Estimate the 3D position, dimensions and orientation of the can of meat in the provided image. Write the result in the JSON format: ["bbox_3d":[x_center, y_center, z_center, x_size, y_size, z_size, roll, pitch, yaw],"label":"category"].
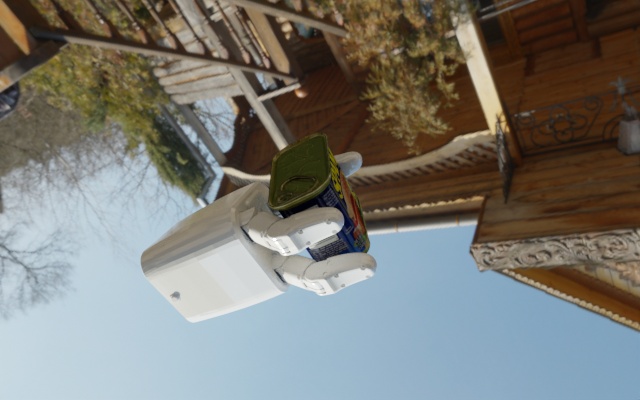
[{"bbox_3d":[0.000,0.002,0.427,0.057,0.084,0.102,-25,31,12],"label":"can of meat"}]
